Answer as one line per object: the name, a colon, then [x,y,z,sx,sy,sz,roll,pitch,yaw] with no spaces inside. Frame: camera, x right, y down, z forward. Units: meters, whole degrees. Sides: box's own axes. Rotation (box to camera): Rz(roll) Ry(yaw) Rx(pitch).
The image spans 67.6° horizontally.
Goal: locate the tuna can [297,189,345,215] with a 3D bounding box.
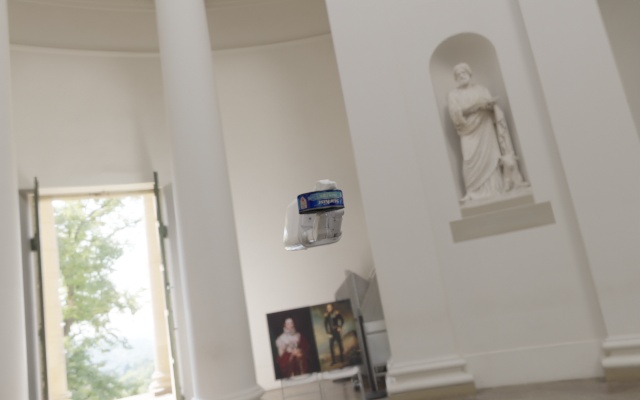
tuna can: [0.000,0.002,0.876,0.086,0.033,0.086,-7,-6,-1]
